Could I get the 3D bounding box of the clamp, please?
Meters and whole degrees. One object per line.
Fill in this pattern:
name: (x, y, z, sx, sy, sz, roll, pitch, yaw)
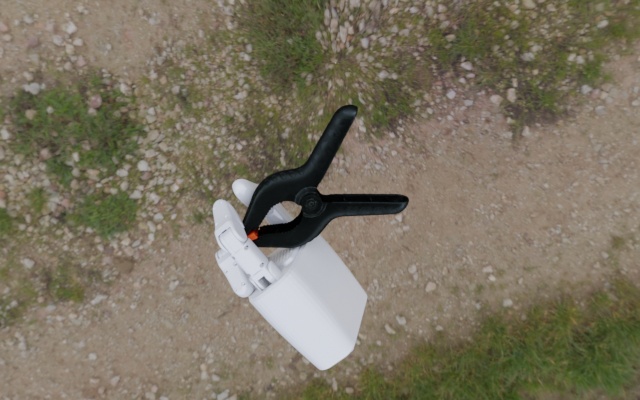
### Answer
clamp: (0.000, 0.002, 0.472, 0.171, 0.120, 0.039, -38, 12, 11)
